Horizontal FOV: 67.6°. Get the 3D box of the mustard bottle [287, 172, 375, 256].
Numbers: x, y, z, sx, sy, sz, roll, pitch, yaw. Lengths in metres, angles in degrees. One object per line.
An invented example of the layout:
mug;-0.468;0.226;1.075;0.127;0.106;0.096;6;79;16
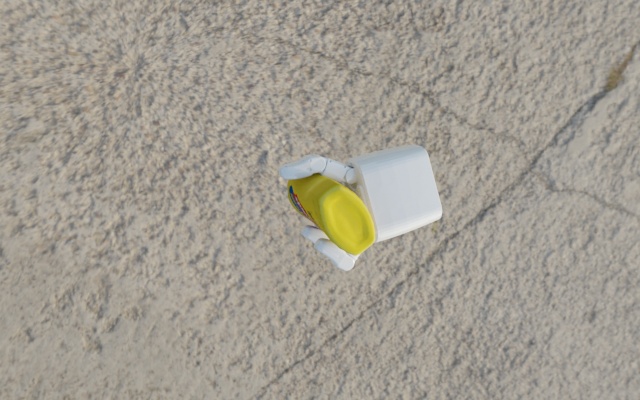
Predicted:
mustard bottle;0.000;0.002;0.643;0.058;0.096;0.191;-39;24;-7
